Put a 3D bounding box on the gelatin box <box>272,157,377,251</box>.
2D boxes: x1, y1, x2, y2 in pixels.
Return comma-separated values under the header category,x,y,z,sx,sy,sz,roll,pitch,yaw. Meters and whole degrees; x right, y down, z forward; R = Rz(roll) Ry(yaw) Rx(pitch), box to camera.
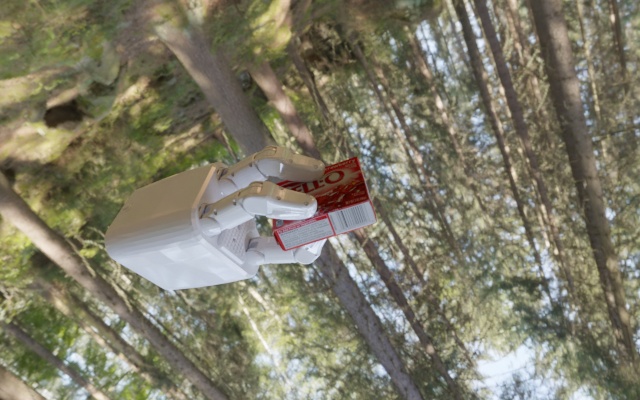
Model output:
category,x,y,z,sx,sy,sz,roll,pitch,yaw
gelatin box,0.001,0.002,0.433,0.089,0.030,0.073,-18,35,6
